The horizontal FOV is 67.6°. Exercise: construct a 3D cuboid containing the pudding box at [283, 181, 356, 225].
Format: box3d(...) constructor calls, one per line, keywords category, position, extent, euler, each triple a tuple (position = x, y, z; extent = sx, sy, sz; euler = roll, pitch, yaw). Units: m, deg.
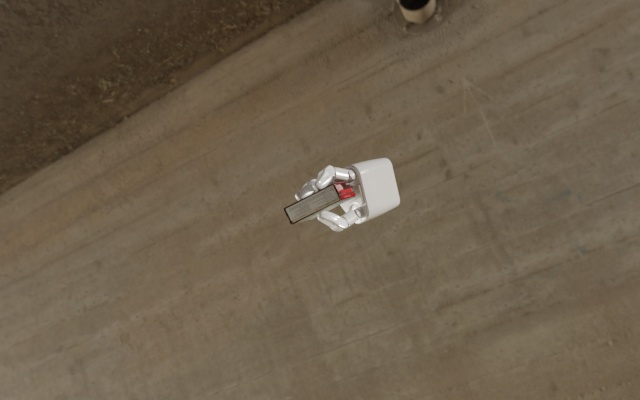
box3d(category="pudding box", position=(0.000, 0.003, 0.895), extent=(0.113, 0.039, 0.090), euler=(-29, -7, 21))
